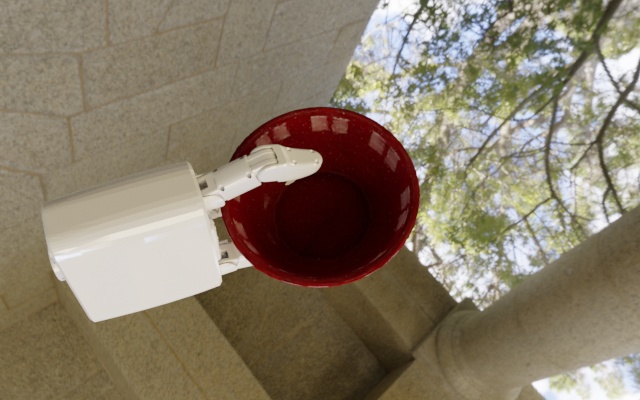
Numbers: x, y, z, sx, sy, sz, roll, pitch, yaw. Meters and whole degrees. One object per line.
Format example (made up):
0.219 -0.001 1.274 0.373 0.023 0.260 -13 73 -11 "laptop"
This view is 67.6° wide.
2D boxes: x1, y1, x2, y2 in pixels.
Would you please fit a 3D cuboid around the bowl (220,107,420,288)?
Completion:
0.001 0.001 0.409 0.162 0.162 0.055 0 -25 3 "bowl"
